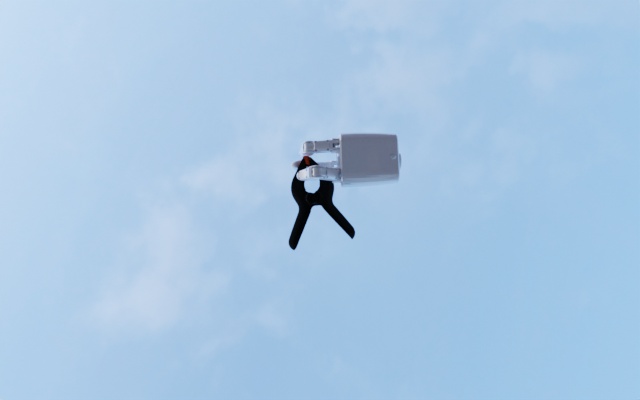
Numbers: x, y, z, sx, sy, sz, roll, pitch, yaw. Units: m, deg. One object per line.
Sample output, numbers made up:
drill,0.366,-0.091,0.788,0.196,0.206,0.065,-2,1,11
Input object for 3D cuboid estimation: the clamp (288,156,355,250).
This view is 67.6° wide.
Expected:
clamp,0.000,0.003,0.867,0.120,0.171,0.039,-2,-6,-1
